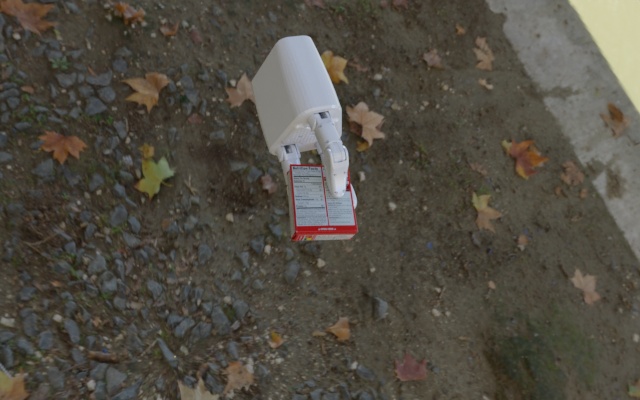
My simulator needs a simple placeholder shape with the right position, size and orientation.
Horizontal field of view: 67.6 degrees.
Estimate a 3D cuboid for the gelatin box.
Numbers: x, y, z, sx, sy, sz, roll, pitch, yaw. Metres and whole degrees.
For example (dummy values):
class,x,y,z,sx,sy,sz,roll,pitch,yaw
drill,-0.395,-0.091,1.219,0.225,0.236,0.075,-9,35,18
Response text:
class,x,y,z,sx,sy,sz,roll,pitch,yaw
gelatin box,0.000,0.002,0.562,0.073,0.089,0.030,0,-25,-15
